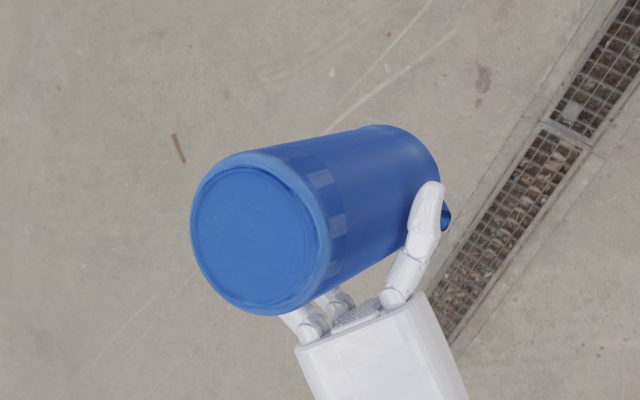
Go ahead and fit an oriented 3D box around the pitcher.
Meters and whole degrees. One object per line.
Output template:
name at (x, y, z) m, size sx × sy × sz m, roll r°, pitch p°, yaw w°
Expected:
pitcher at (0.000, 0.001, 0.406) m, size 0.149 × 0.145 × 0.243 m, roll -23°, pitch -2°, yaw 29°
